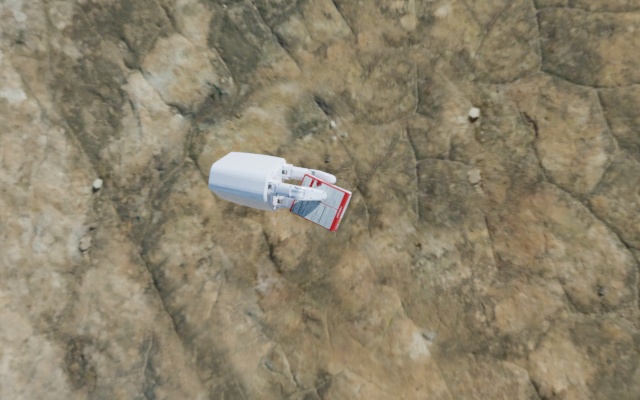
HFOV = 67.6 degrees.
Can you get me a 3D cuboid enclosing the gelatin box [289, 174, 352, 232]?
[{"bbox_3d":[0.000,0.003,0.832,0.089,0.073,0.030,24,8,13],"label":"gelatin box"}]
